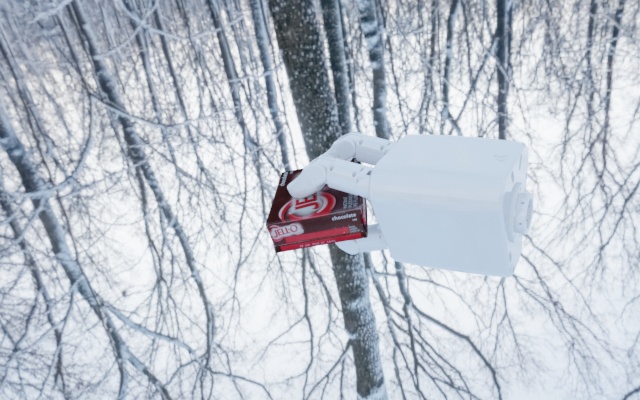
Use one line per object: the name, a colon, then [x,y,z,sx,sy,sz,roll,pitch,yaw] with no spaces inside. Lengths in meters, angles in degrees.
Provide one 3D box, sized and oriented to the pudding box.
pudding box: [0.000,0.002,0.477,0.090,0.039,0.113,-10,26,9]
